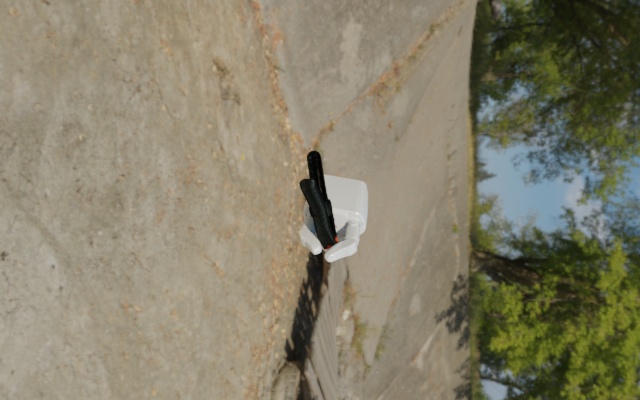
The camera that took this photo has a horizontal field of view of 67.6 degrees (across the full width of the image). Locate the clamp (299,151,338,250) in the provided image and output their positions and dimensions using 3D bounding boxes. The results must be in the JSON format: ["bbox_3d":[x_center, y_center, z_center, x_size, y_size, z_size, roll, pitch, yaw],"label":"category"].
[{"bbox_3d":[0.001,0.003,0.810,0.039,0.172,0.120,-3,38,14],"label":"clamp"}]
